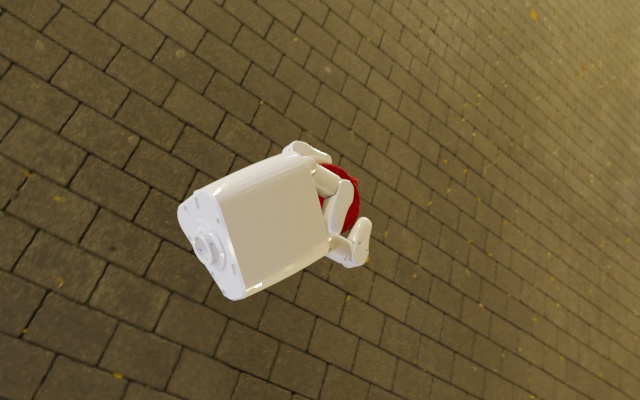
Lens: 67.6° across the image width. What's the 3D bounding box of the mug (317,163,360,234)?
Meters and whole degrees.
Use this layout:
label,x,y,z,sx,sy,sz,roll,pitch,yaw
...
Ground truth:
label,x,y,z,sx,sy,sz,roll,pitch,yaw
mug,0.001,0.001,0.560,0.117,0.093,0.081,-28,2,-38
